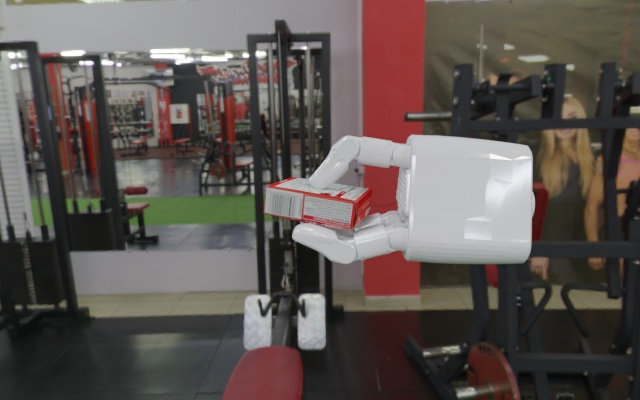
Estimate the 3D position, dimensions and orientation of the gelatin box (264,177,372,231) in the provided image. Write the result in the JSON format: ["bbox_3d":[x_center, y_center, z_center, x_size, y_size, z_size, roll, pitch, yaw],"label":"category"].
[{"bbox_3d":[0.000,0.001,0.461,0.089,0.030,0.073,10,13,15],"label":"gelatin box"}]
